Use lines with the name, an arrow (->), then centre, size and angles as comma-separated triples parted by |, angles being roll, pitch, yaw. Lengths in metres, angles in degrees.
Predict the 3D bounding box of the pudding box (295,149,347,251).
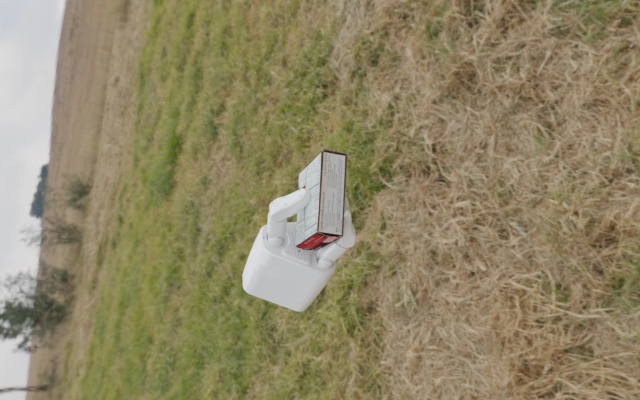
pudding box -> 0.000, 0.002, 0.621 | 0.039, 0.113, 0.090 | 8, -19, -20
